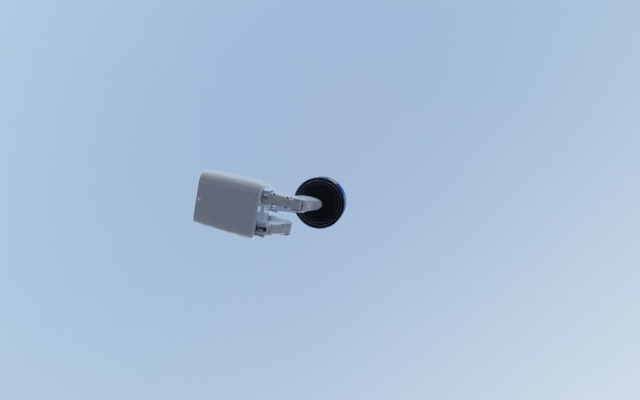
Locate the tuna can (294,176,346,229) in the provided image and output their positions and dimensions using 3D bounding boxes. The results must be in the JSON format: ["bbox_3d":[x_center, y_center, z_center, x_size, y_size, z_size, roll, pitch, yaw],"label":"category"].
[{"bbox_3d":[0.000,0.003,0.800,0.086,0.086,0.033,0,7,11],"label":"tuna can"}]
